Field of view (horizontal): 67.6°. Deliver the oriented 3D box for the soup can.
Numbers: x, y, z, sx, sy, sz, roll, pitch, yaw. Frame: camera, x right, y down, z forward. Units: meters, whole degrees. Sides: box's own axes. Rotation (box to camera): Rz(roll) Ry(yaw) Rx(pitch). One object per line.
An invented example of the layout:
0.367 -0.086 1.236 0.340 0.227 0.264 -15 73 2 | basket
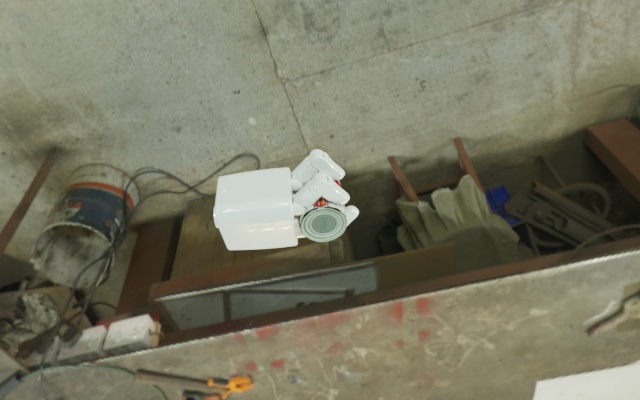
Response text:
0.001 0.003 0.700 0.068 0.069 0.102 0 40 -7 | soup can
